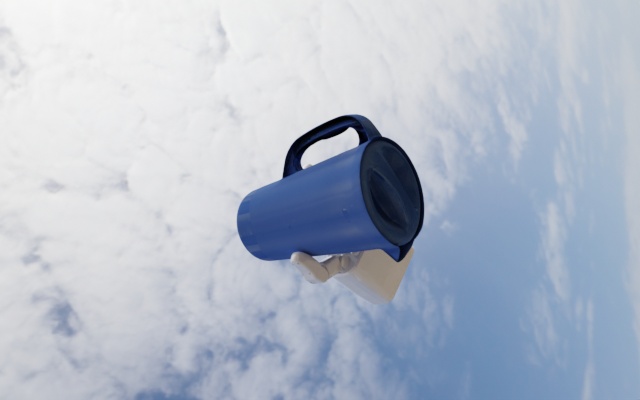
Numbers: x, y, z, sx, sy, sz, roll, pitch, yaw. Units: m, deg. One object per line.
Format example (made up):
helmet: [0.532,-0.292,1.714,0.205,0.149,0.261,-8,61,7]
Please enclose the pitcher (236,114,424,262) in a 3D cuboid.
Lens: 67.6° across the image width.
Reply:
pitcher: [0.000,0.002,0.631,0.243,0.149,0.145,-15,-43,40]
